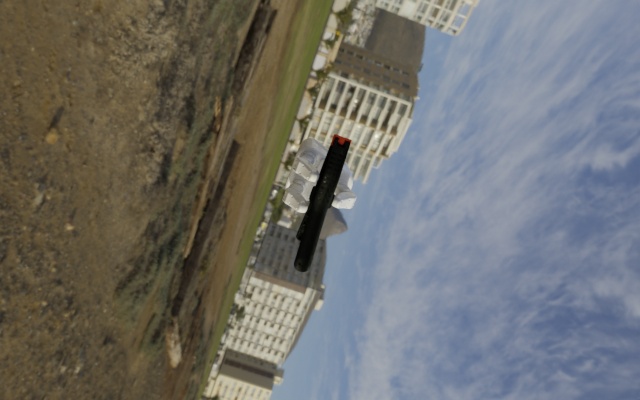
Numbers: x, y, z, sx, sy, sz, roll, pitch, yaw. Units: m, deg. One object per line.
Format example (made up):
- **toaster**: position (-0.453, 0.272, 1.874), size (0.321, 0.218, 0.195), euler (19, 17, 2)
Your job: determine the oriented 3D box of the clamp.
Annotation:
- **clamp**: position (0.001, 0.002, 0.746), size (0.036, 0.210, 0.164), euler (19, 18, -6)
